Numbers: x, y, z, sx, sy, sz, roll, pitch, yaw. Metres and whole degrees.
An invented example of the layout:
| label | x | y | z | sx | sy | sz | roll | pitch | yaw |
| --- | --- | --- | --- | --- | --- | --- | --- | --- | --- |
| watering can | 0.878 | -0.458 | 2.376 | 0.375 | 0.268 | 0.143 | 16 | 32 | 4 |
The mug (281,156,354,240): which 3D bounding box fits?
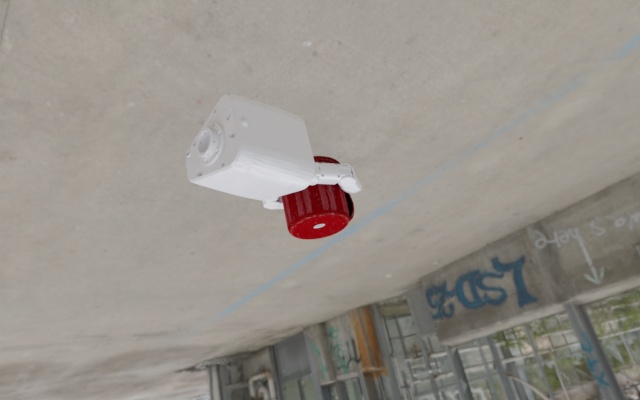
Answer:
| label | x | y | z | sx | sy | sz | roll | pitch | yaw |
| --- | --- | --- | --- | --- | --- | --- | --- | --- | --- |
| mug | 0.001 | 0.003 | 0.639 | 0.117 | 0.081 | 0.093 | 14 | -36 | -42 |
